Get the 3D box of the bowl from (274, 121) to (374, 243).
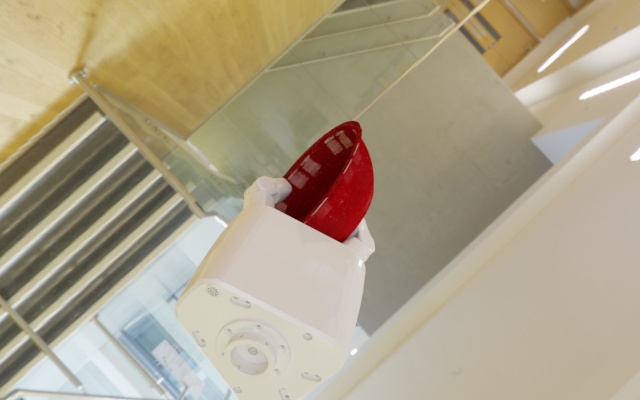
[{"bbox_3d":[0.001,0.001,0.464,0.055,0.162,0.162,39,-15,-19],"label":"bowl"}]
